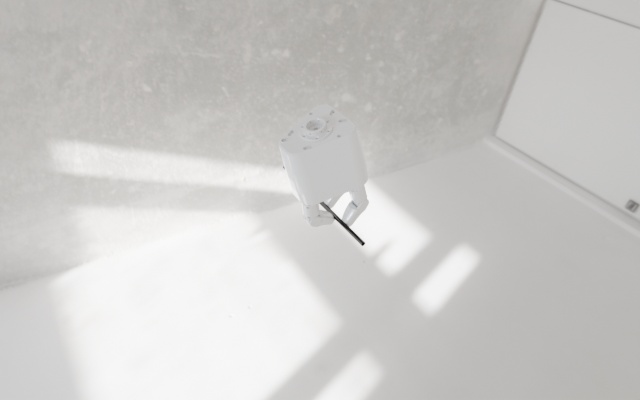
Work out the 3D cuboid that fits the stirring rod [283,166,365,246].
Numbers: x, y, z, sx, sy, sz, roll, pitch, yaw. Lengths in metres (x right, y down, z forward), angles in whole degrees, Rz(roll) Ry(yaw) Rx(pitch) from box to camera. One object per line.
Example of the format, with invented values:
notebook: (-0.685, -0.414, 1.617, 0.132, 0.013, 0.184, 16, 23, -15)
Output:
stirring rod: (0.000, 0.003, 0.825, 0.011, 0.011, 0.239, 0, 33, -42)
